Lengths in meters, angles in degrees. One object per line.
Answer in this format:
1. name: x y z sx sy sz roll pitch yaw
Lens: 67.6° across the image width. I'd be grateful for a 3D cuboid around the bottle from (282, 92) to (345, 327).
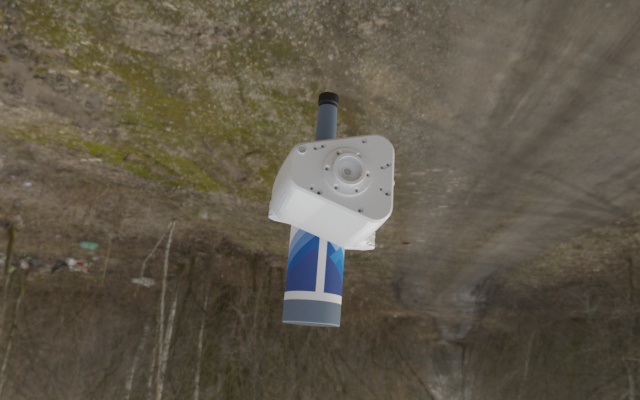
1. bottle: 0.000 0.002 0.590 0.069 0.295 0.069 4 -17 1
